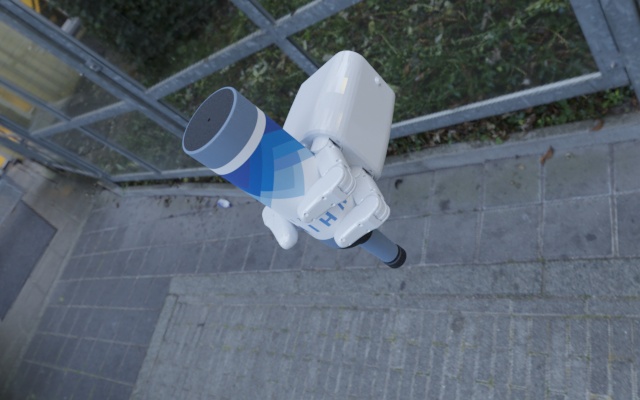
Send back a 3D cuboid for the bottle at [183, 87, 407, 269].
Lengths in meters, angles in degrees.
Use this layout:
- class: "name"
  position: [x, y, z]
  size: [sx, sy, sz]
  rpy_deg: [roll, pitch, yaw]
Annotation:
- class: "bottle"
  position: [0.000, 0.002, 0.484]
  size: [0.069, 0.069, 0.296]
  rpy_deg: [0, -28, 45]
